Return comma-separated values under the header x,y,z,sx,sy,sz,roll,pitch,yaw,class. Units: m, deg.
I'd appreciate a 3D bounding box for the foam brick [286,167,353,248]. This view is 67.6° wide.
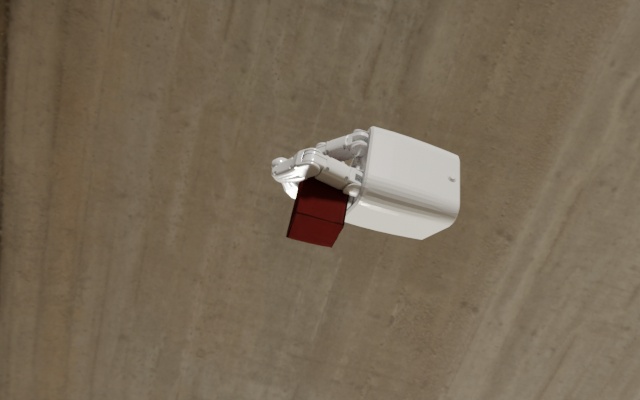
x,y,z,sx,sy,sz,roll,pitch,yaw,class
0.000,0.002,0.508,0.051,0.078,0.053,16,-34,-7,foam brick
